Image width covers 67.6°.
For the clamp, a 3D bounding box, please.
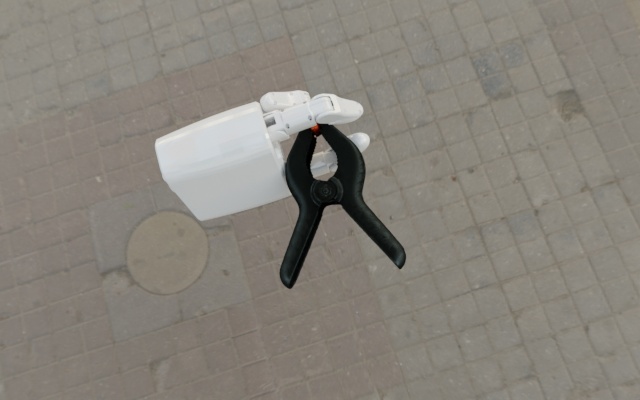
[{"bbox_3d":[0.000,0.001,0.464,0.120,0.171,0.039,-19,-14,0],"label":"clamp"}]
